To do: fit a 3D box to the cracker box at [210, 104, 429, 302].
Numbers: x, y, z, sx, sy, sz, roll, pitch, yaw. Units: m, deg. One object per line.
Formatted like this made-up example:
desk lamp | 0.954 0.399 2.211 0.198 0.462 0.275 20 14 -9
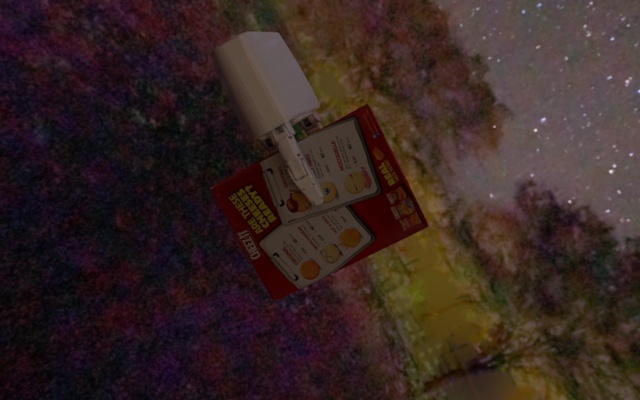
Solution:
cracker box | 0.000 0.002 0.596 0.214 0.164 0.072 -27 7 8
